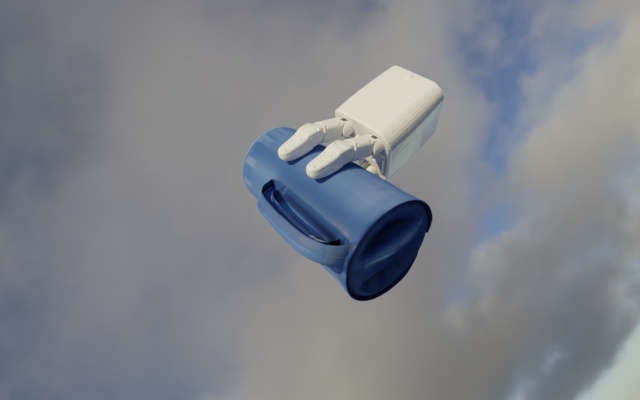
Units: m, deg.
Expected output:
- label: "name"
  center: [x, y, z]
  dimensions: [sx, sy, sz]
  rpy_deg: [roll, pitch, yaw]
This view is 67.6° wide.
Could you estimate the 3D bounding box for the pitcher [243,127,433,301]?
- label: "pitcher"
  center: [0.000, 0.002, 0.588]
  dimensions: [0.242, 0.145, 0.149]
  rpy_deg: [38, -16, 38]
